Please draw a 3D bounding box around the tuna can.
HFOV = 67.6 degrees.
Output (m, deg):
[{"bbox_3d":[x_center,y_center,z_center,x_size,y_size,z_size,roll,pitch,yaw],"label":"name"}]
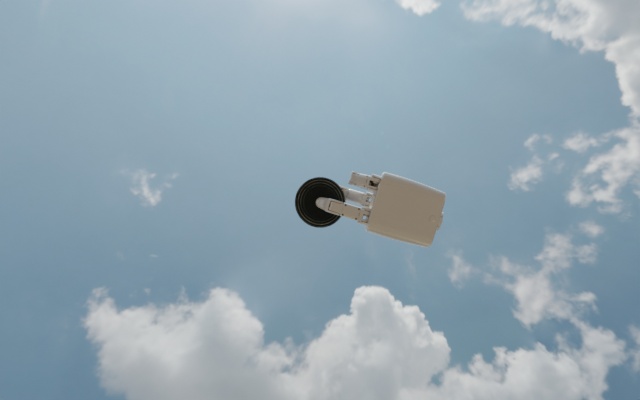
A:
[{"bbox_3d":[0.000,0.003,0.820,0.086,0.086,0.034,0,3,3],"label":"tuna can"}]
